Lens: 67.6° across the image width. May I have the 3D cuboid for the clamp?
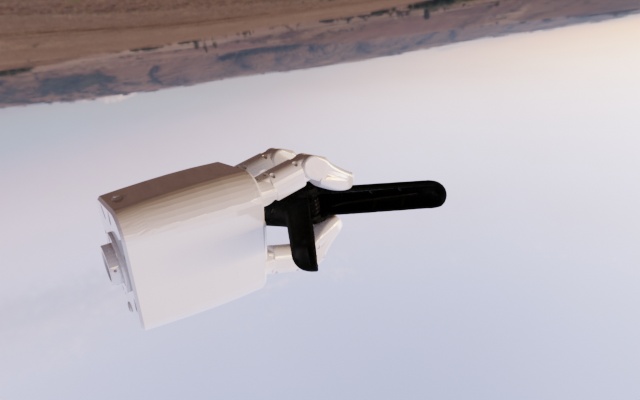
[{"bbox_3d":[0.000,0.002,0.455,0.164,0.036,0.210,-19,20,-29],"label":"clamp"}]
